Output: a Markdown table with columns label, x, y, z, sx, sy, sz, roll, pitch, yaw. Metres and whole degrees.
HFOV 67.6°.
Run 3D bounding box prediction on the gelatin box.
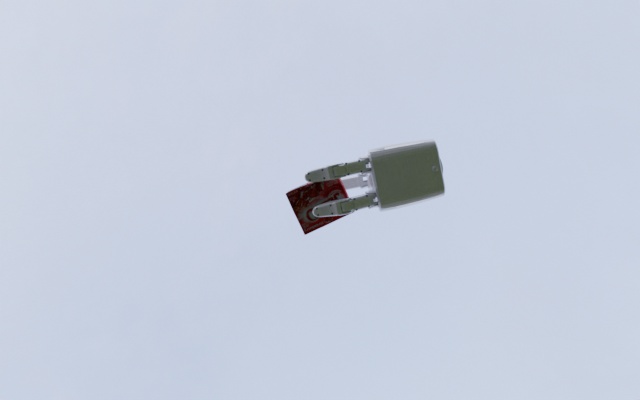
| label | x | y | z | sx | sy | sz | roll | pitch | yaw |
| --- | --- | --- | --- | --- | --- | --- | --- | --- | --- |
| gelatin box | 0.000 | 0.003 | 0.753 | 0.089 | 0.073 | 0.030 | -24 | 5 | 6 |
